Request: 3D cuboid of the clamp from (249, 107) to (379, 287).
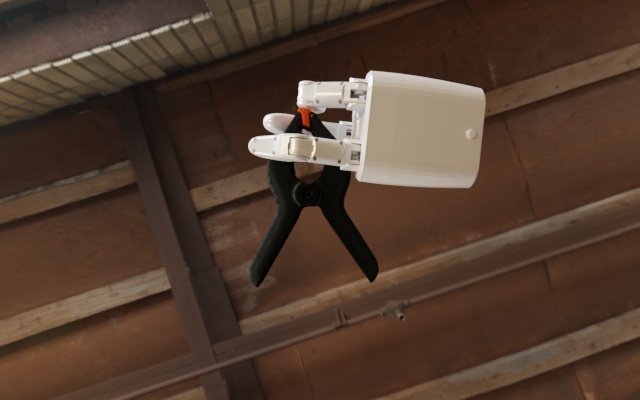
[{"bbox_3d":[0.000,0.001,0.450,0.120,0.171,0.039,6,0,-3],"label":"clamp"}]
